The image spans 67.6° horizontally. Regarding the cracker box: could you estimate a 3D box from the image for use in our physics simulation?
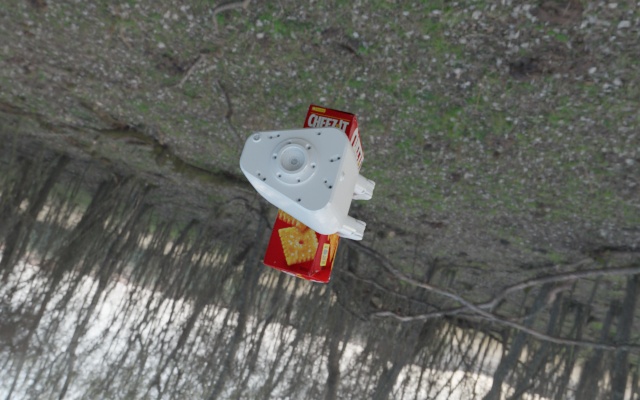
[{"bbox_3d":[0.000,0.002,0.663,0.072,0.213,0.164,15,-11,11],"label":"cracker box"}]
